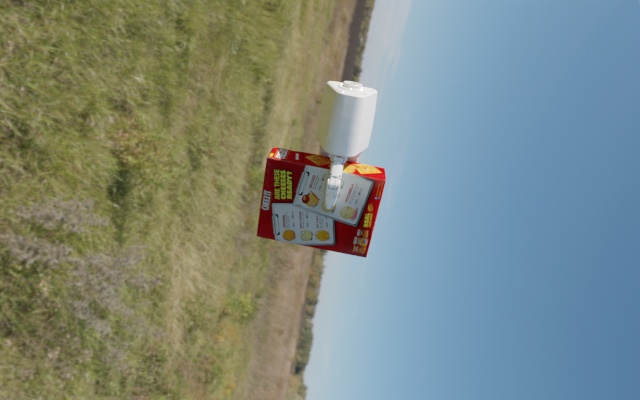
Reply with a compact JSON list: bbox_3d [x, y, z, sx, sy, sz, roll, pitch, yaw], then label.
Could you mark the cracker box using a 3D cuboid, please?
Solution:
[{"bbox_3d":[0.000,0.003,0.892,0.214,0.164,0.072,11,24,1],"label":"cracker box"}]
